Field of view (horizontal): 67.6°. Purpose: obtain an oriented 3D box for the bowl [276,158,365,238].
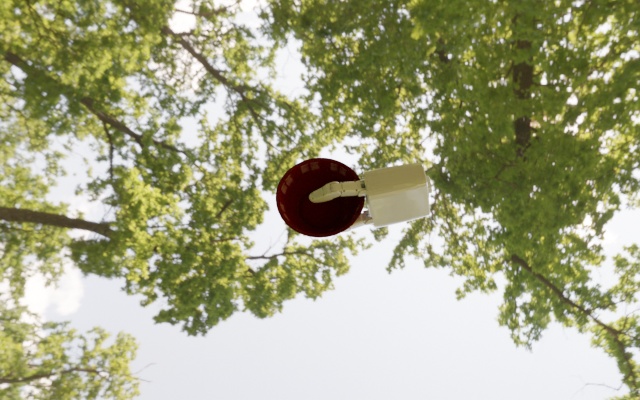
[{"bbox_3d":[-0.001,0.003,0.882,0.162,0.162,0.055,0,-26,2],"label":"bowl"}]
